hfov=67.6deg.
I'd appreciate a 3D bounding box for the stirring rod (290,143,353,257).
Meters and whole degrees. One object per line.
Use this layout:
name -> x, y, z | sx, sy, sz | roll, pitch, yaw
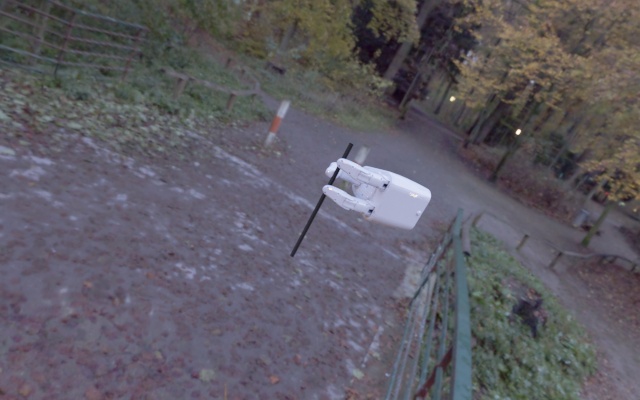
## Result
stirring rod -> 0.000, 0.003, 0.868 | 0.011, 0.239, 0.011 | 26, 17, -8
